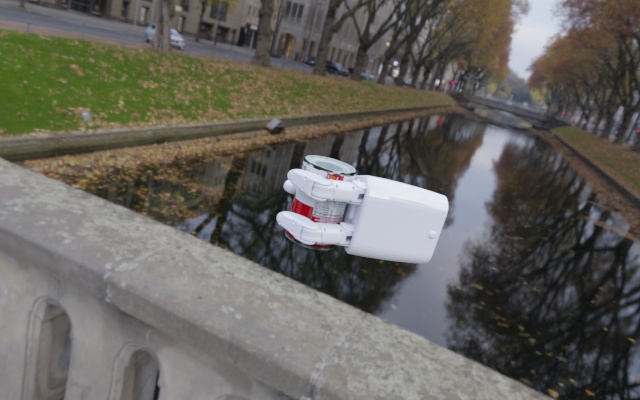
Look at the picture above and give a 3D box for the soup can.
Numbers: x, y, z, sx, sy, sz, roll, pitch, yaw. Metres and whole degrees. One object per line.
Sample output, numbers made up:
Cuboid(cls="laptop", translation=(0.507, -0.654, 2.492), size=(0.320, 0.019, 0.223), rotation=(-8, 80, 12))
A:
Cuboid(cls="soup can", translation=(0.000, 0.002, 0.598), size=(0.068, 0.102, 0.068), rotation=(14, 17, -4))
